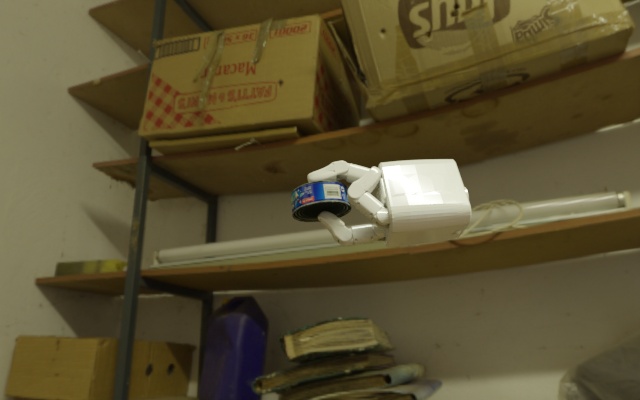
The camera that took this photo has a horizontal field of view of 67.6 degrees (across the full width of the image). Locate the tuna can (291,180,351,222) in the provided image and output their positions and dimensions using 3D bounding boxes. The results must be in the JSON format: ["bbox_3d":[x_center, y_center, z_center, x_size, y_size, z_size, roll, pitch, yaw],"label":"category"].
[{"bbox_3d":[0.000,0.002,0.691,0.086,0.033,0.086,-7,-20,-2],"label":"tuna can"}]
